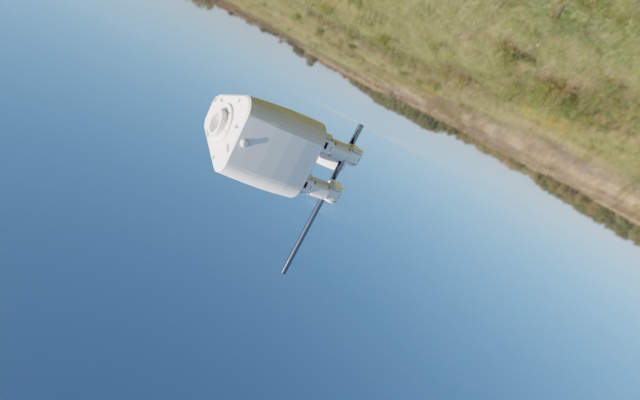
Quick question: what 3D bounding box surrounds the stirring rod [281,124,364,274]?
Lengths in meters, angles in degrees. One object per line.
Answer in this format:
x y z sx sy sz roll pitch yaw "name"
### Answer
0.000 0.002 0.665 0.011 0.239 0.011 26 15 -7 "stirring rod"
